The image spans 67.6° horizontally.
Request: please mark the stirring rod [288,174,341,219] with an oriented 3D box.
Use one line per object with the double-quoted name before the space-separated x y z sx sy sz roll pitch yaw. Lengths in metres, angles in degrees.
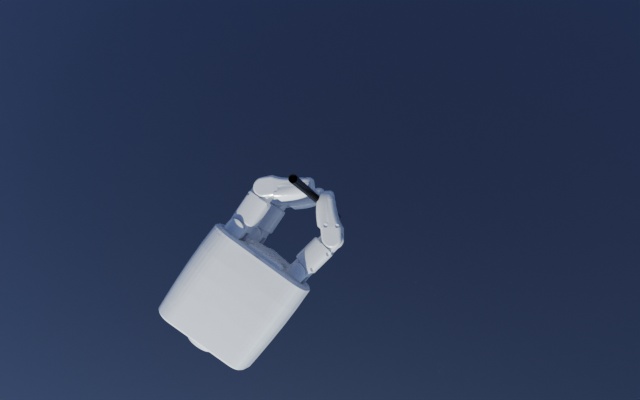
"stirring rod" 0.000 0.002 0.516 0.011 0.011 0.239 0 -10 11
